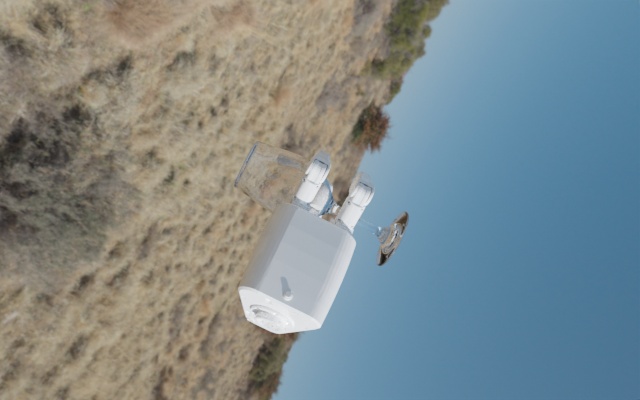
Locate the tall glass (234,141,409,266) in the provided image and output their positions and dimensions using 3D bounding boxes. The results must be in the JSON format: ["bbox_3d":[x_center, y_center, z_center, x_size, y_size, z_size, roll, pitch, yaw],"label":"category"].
[{"bbox_3d":[0.001,0.002,0.573,0.201,0.079,0.079,27,-3,-5],"label":"tall glass"}]
